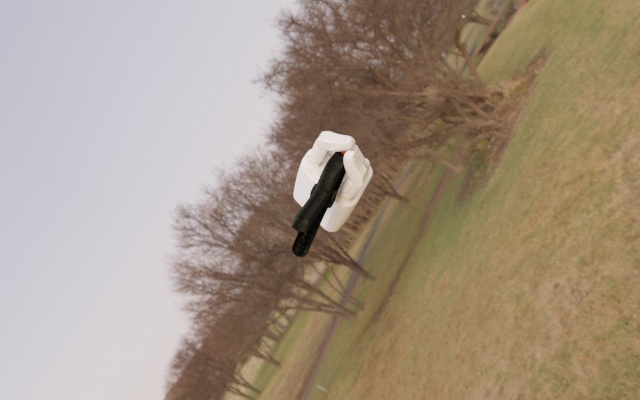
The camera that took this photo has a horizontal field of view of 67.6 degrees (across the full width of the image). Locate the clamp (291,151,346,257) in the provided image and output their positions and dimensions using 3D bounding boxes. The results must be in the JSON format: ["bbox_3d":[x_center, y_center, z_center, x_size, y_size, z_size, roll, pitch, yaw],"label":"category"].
[{"bbox_3d":[0.000,0.002,0.699,0.039,0.171,0.120,30,-31,4],"label":"clamp"}]
